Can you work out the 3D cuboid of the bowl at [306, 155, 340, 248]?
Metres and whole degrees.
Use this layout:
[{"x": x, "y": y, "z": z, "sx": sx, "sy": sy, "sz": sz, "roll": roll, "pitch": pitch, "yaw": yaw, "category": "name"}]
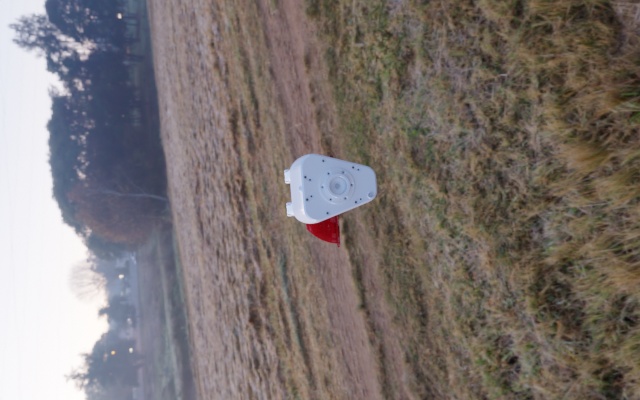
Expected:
[{"x": 0.000, "y": 0.003, "z": 0.829, "sx": 0.055, "sy": 0.162, "sz": 0.162, "roll": -5, "pitch": 0, "yaw": 0, "category": "bowl"}]
